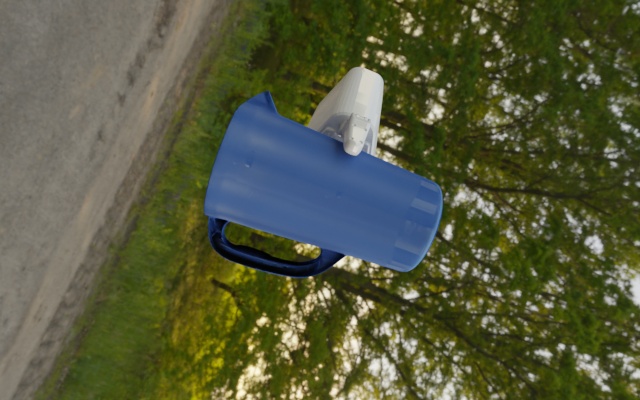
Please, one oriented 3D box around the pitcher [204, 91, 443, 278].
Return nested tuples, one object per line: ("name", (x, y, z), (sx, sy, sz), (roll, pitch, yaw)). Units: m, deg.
("pitcher", (0.000, 0.002, 0.531), (0.243, 0.145, 0.149), (20, -42, -4))
